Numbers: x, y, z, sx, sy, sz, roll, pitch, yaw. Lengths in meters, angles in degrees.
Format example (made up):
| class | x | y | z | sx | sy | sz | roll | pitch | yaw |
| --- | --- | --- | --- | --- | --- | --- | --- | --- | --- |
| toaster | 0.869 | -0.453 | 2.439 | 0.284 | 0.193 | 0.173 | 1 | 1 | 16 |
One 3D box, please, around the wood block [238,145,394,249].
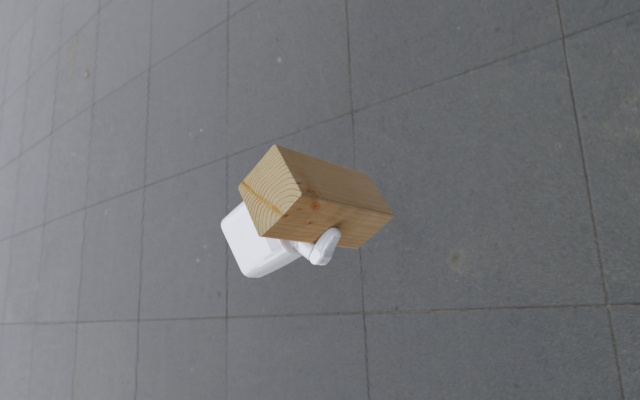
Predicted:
| class | x | y | z | sx | sy | sz | roll | pitch | yaw |
| --- | --- | --- | --- | --- | --- | --- | --- | --- | --- |
| wood block | 0.000 | 0.003 | 0.685 | 0.206 | 0.090 | 0.090 | 12 | -49 | -48 |
